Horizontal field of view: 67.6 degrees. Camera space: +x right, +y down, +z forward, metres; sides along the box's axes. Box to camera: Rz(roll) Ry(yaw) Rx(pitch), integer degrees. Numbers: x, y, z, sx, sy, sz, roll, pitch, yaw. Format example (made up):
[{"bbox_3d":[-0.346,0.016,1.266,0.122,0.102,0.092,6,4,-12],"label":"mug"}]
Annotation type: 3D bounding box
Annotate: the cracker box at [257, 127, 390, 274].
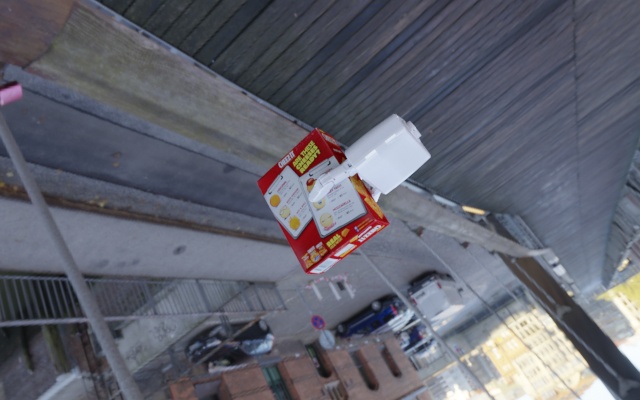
[{"bbox_3d":[0.000,0.003,0.875,0.164,0.213,0.072,-40,-26,19],"label":"cracker box"}]
